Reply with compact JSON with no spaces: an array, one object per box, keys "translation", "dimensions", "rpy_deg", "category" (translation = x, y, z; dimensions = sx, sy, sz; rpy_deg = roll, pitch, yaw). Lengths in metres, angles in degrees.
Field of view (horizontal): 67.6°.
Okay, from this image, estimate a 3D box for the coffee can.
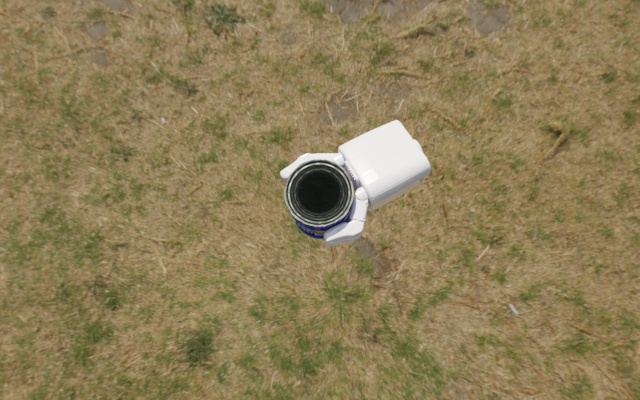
[{"translation":[0.000,0.003,0.764],"dimensions":[0.103,0.102,0.140],"rpy_deg":[0,-12,2],"category":"coffee can"}]
